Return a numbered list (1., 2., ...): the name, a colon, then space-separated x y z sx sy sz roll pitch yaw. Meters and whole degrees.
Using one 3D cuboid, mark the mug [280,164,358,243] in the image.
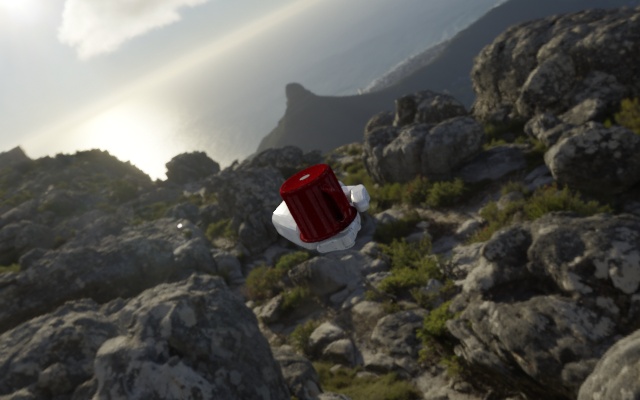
1. mug: 0.001 0.002 0.669 0.093 0.081 0.117 -36 21 -22
